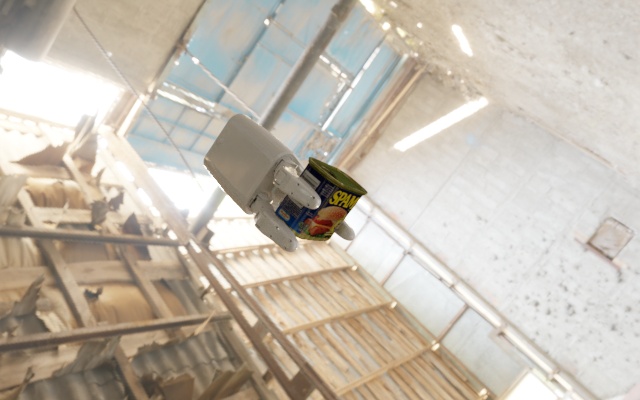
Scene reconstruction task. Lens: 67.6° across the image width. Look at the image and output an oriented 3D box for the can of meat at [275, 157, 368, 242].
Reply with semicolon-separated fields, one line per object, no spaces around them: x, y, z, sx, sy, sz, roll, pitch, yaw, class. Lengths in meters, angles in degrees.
0.000;0.002;0.591;0.057;0.084;0.102;42;12;26;can of meat
